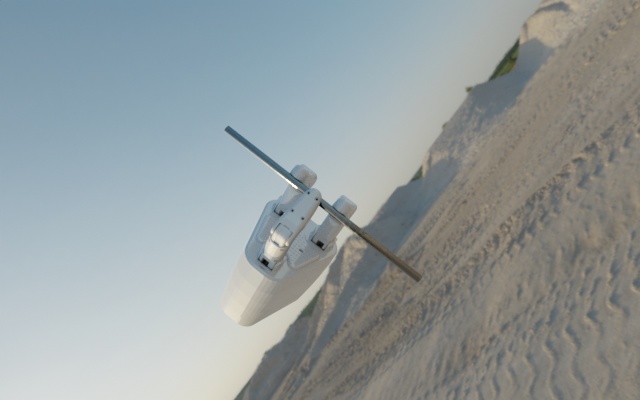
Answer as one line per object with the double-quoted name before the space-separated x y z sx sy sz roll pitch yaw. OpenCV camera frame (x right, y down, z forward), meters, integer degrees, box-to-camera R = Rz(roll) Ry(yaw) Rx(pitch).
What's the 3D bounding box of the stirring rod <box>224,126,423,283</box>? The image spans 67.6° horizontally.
"stirring rod" 0.000 0.002 0.466 0.239 0.011 0.011 38 5 6
